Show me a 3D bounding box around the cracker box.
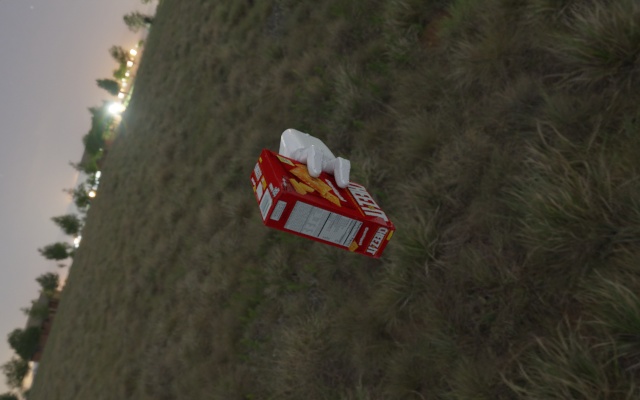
[{"bbox_3d":[0.000,0.003,0.804,0.214,0.072,0.164,18,22,-25],"label":"cracker box"}]
